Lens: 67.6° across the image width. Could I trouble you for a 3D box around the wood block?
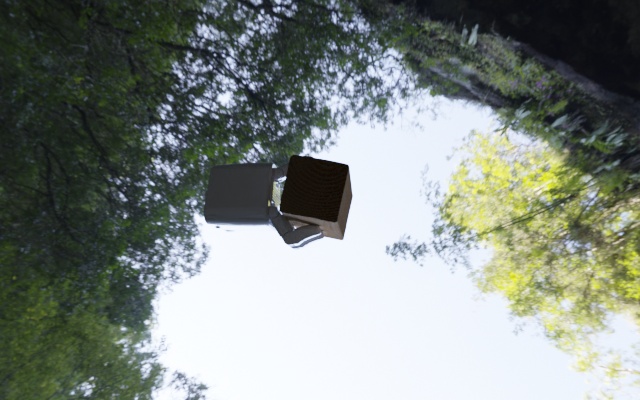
[{"bbox_3d":[0.000,0.002,0.791,0.090,0.091,0.206,10,-10,7],"label":"wood block"}]
